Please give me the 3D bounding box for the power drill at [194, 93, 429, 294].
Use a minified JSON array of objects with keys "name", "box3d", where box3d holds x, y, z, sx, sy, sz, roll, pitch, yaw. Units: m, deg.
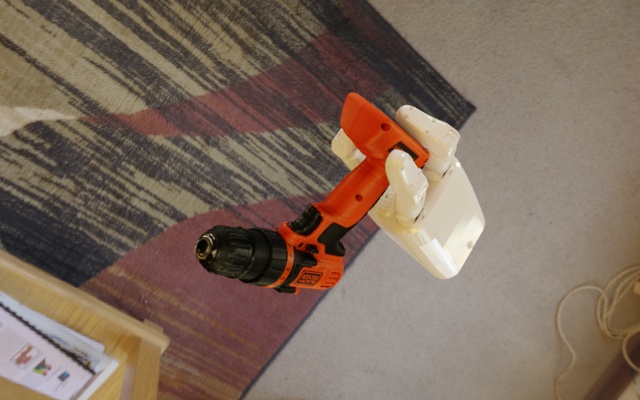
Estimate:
[{"name":"power drill","box3d":[0.001,0.001,0.424,0.057,0.188,0.184,47,15,31]}]
